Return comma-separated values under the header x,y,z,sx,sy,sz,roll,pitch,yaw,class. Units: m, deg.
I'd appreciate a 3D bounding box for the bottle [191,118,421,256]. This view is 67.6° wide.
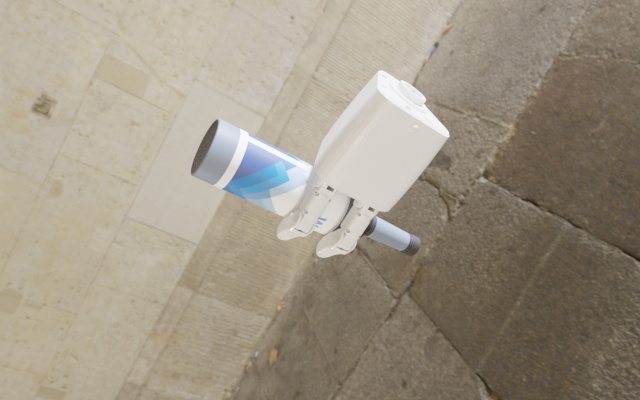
x,y,z,sx,sy,sz,roll,pitch,yaw,class
0.000,0.002,0.557,0.296,0.069,0.069,26,-11,-25,bottle
